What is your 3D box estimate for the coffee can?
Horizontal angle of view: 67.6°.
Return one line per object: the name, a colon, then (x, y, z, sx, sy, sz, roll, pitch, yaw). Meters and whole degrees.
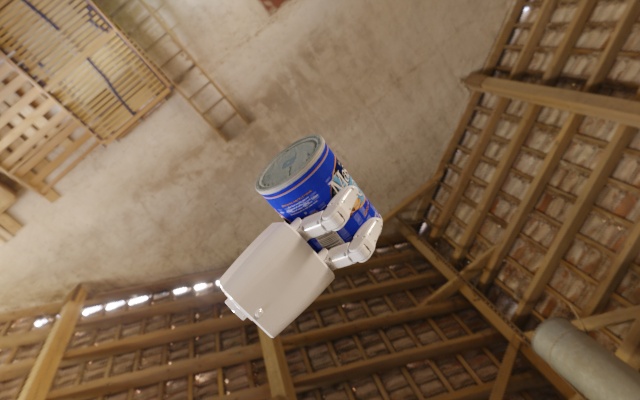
coffee can: (0.000, 0.002, 0.608, 0.103, 0.140, 0.102, -31, 26, 17)
